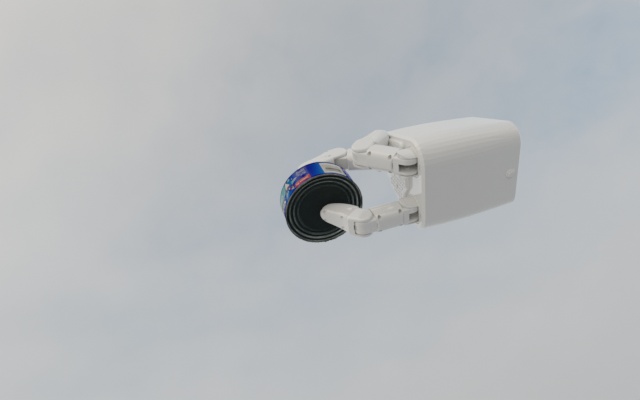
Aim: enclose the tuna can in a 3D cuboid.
[{"bbox_3d":[0.000,0.001,0.517,0.086,0.086,0.033,0,31,-20],"label":"tuna can"}]
